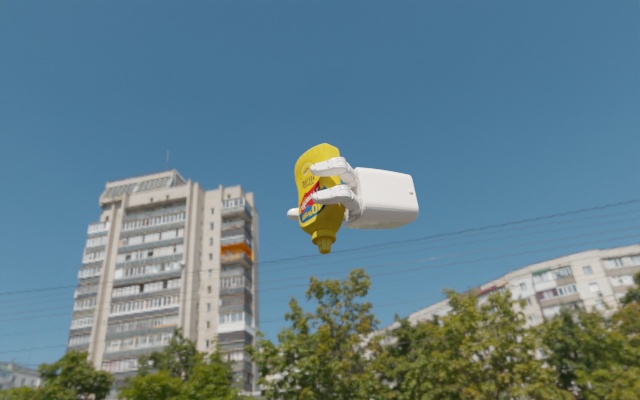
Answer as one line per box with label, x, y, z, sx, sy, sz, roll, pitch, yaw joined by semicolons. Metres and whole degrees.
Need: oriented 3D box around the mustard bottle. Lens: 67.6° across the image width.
mustard bottle;0.000;0.002;0.823;0.058;0.191;0.096;21;-39;-37
